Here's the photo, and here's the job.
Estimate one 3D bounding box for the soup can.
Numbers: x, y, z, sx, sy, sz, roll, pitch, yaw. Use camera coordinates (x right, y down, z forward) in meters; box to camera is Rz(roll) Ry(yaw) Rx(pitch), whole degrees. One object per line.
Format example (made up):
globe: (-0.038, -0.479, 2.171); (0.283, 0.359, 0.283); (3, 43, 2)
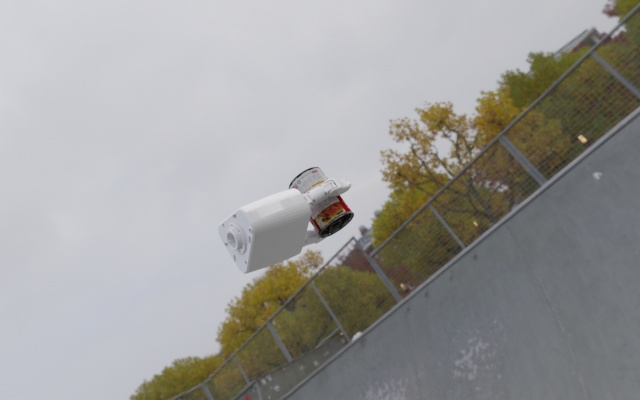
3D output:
soup can: (0.000, 0.002, 0.802); (0.068, 0.102, 0.068); (-31, -20, -13)
